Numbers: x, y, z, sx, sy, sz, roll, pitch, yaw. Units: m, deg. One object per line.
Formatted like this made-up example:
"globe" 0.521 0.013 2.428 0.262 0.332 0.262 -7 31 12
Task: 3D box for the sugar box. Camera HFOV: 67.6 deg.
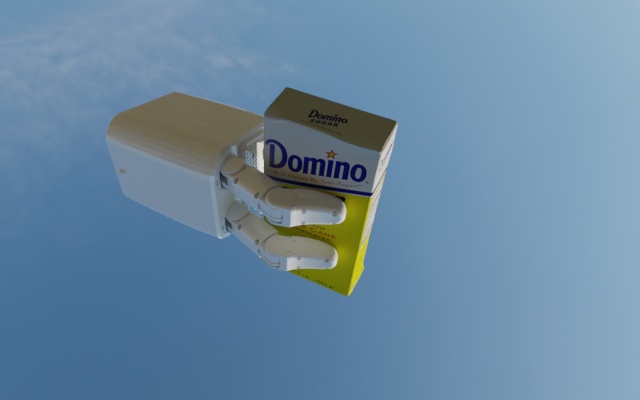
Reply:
"sugar box" 0.000 0.002 0.401 0.093 0.176 0.048 20 49 13
